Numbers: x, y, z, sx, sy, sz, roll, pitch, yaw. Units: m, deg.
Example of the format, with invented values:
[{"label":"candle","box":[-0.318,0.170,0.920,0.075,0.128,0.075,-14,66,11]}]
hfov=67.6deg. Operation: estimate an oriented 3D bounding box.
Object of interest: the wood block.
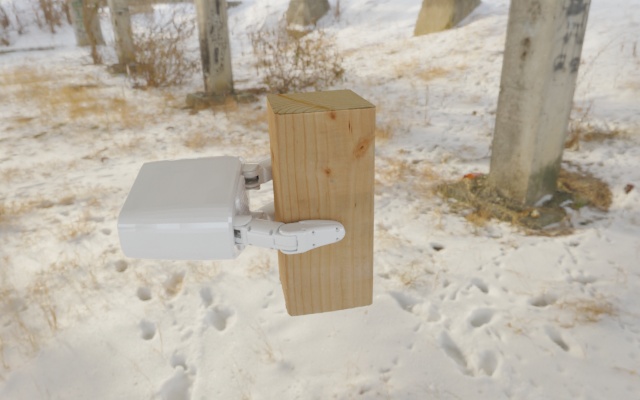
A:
[{"label":"wood block","box":[0.000,0.002,0.483,0.090,0.206,0.090,-6,24,-9]}]
